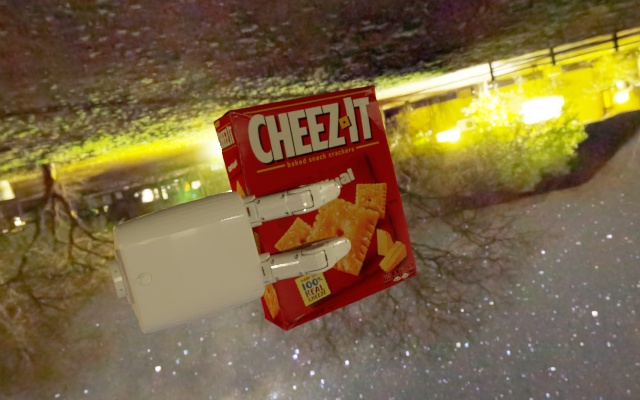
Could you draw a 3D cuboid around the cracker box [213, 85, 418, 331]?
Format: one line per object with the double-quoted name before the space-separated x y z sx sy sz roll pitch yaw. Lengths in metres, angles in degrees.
"cracker box" 0.000 0.002 0.496 0.164 0.214 0.072 -16 6 -25
